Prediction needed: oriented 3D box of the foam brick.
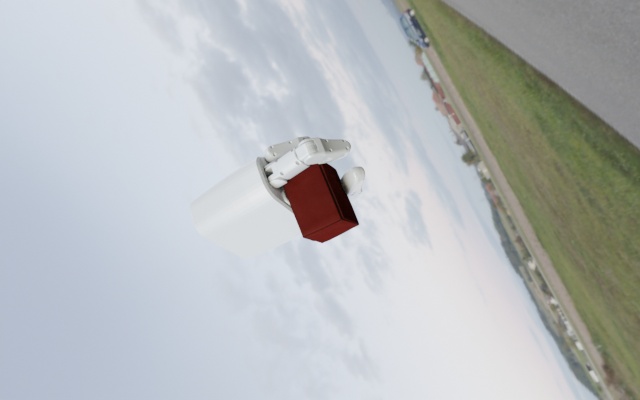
[{"bbox_3d":[0.000,0.002,0.536,0.051,0.078,0.053,-29,-22,17],"label":"foam brick"}]
